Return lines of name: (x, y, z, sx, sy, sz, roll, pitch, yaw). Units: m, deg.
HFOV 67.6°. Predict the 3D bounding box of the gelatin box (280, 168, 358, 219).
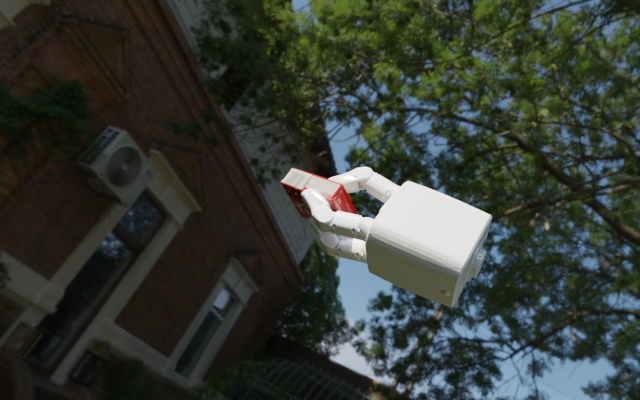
gelatin box: (0.000, 0.002, 0.611, 0.089, 0.030, 0.073, 20, -28, 37)
